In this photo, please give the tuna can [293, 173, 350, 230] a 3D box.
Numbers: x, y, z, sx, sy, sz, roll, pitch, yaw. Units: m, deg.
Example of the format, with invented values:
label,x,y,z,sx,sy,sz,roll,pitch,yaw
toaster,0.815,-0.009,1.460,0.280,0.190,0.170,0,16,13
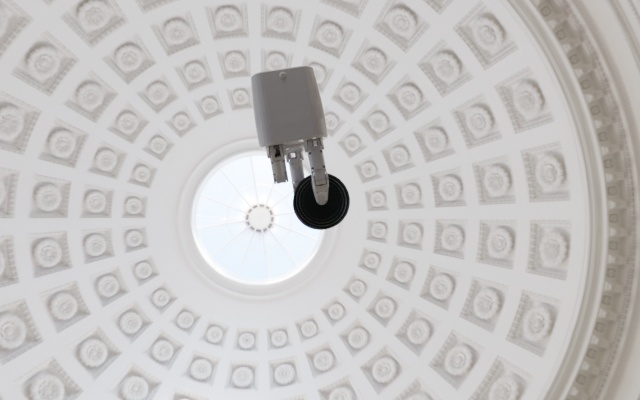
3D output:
label,x,y,z,sx,sy,sz,roll,pitch,yaw
tuna can,0.000,0.003,0.728,0.086,0.086,0.034,0,-7,-6
